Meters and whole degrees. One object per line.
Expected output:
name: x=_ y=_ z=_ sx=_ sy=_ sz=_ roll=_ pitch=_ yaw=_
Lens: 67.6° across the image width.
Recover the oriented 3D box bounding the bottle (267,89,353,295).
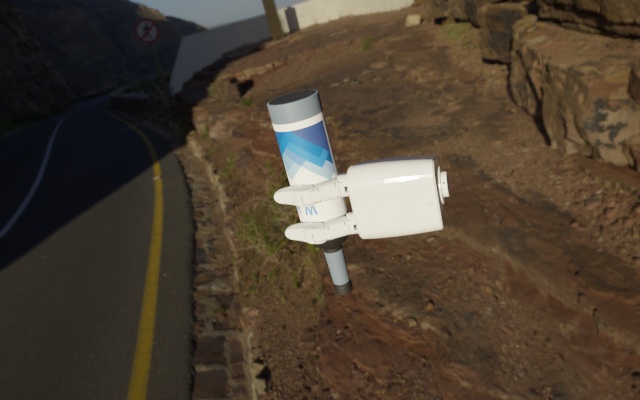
bottle: x=0.000 y=0.002 z=0.653 sx=0.069 sy=0.296 sz=0.069 roll=-13 pitch=23 yaw=5
